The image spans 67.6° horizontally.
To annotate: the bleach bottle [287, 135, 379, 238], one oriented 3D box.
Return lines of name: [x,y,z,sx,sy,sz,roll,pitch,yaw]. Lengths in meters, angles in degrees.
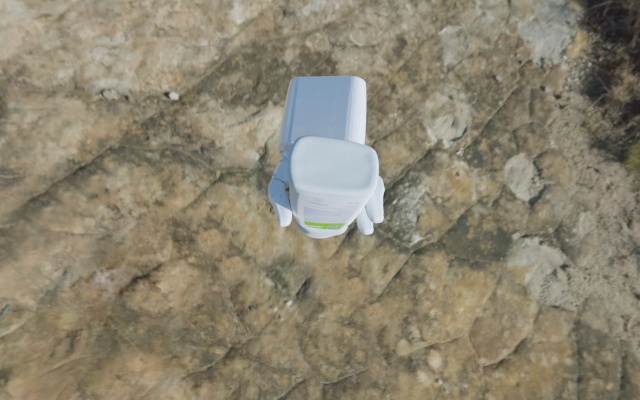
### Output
bleach bottle: [0.000,0.002,0.622,0.102,0.068,0.251,7,-19,-6]
